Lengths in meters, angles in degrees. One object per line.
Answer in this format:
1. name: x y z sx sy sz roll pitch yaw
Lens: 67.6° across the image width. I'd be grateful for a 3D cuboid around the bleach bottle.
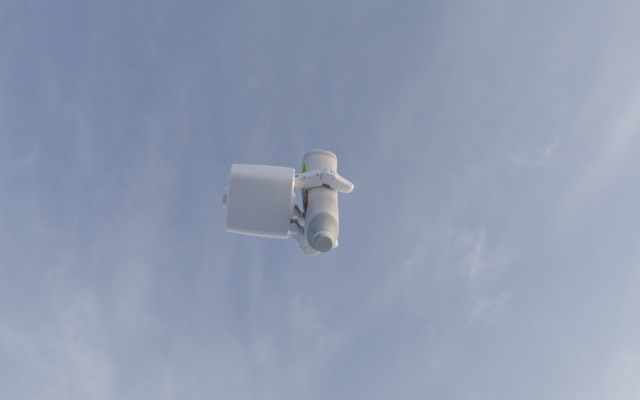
1. bleach bottle: 0.000 0.003 0.822 0.068 0.103 0.250 5 26 -6
